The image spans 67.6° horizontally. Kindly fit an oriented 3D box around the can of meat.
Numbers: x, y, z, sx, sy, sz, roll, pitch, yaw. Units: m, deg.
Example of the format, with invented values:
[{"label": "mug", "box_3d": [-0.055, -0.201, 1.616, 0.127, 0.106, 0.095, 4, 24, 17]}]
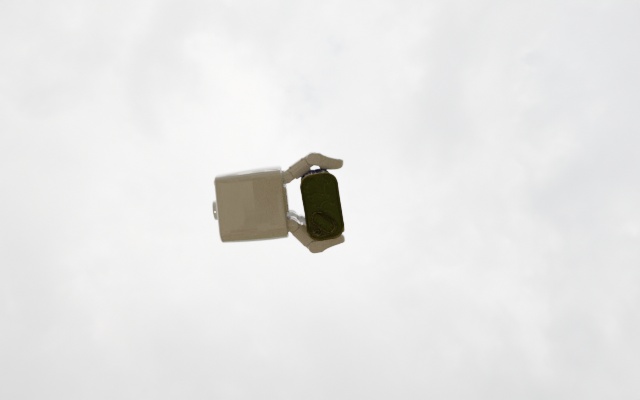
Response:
[{"label": "can of meat", "box_3d": [0.000, 0.002, 0.743, 0.057, 0.102, 0.084, -10, 11, -2]}]
